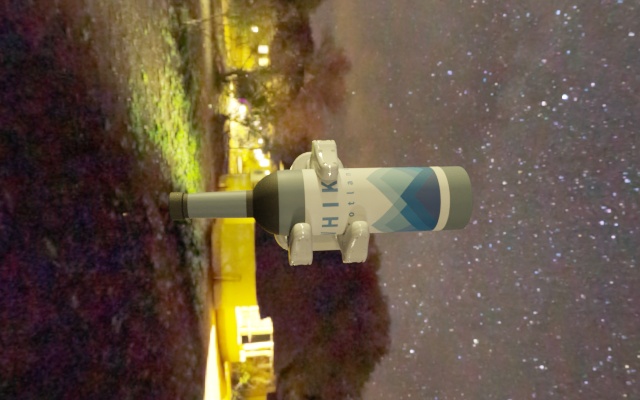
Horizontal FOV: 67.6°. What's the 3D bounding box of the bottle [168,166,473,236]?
[{"bbox_3d":[0.000,0.002,0.483,0.296,0.069,0.069,-2,0,-7],"label":"bottle"}]
